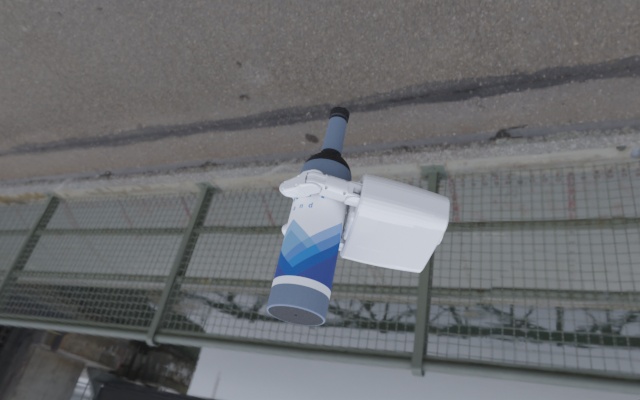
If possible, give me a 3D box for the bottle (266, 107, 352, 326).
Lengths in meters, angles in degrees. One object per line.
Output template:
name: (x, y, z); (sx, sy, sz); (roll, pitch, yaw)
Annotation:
bottle: (0.000, 0.002, 0.596); (0.069, 0.295, 0.069); (9, -30, 5)
